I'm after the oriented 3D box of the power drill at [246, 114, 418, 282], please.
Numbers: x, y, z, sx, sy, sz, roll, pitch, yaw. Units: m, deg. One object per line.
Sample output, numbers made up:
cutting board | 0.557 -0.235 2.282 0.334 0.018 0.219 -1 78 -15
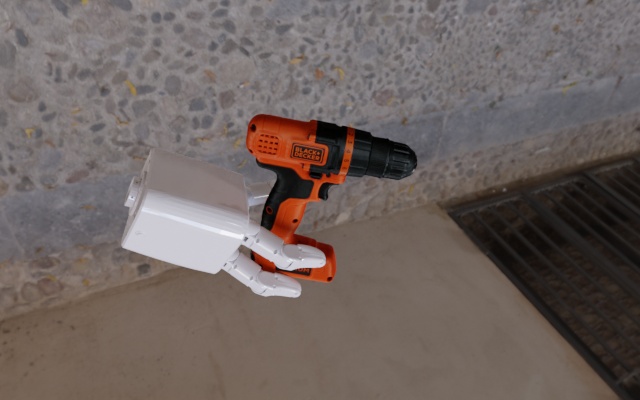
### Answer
power drill | 0.000 0.002 0.542 0.184 0.188 0.057 11 28 -3
